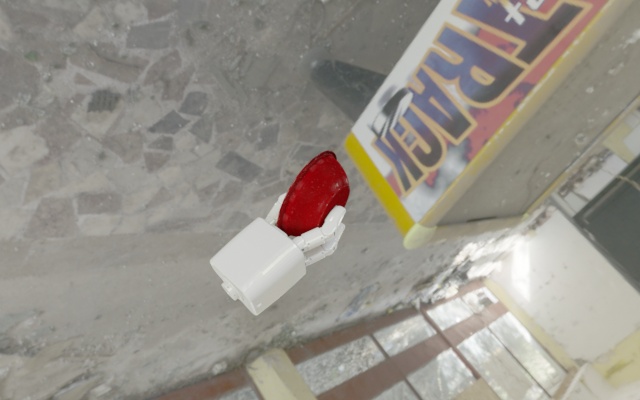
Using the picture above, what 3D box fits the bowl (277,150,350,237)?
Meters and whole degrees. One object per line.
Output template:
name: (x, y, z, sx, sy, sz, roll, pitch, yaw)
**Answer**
bowl: (0.001, 0.002, 0.773, 0.055, 0.162, 0.162, 31, 11, 19)
